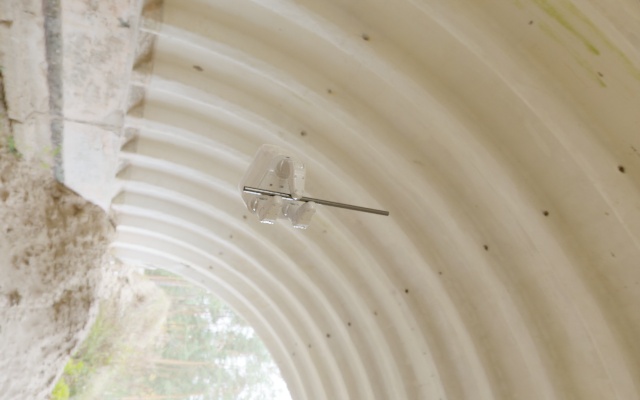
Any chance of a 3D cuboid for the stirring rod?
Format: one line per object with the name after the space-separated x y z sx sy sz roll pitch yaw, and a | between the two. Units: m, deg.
0.000 0.002 0.728 0.239 0.011 0.011 10 -4 -23 | stirring rod
